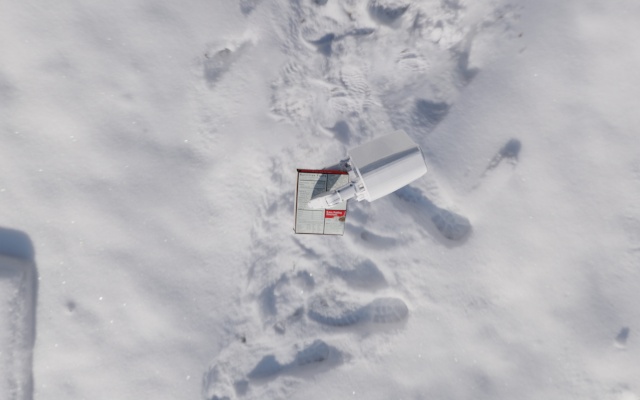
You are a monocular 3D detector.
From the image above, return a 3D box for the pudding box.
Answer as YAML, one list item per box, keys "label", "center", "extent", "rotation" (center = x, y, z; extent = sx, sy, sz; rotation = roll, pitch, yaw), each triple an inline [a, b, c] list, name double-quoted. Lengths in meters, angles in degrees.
- label: "pudding box"
  center: [0.000, 0.003, 0.823]
  extent: [0.090, 0.113, 0.039]
  rotation: [3, 11, -6]
